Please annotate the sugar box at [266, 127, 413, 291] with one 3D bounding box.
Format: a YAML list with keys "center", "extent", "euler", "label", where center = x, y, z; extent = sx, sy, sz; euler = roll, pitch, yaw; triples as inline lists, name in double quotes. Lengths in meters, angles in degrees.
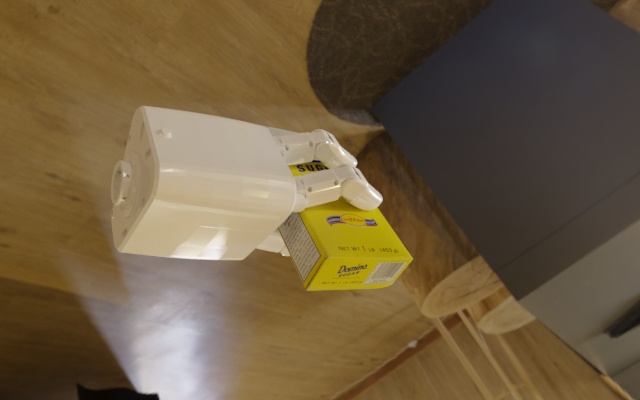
- center: [0.000, 0.001, 0.439]
  extent: [0.093, 0.048, 0.176]
  euler: [6, 40, -36]
  label: "sugar box"
